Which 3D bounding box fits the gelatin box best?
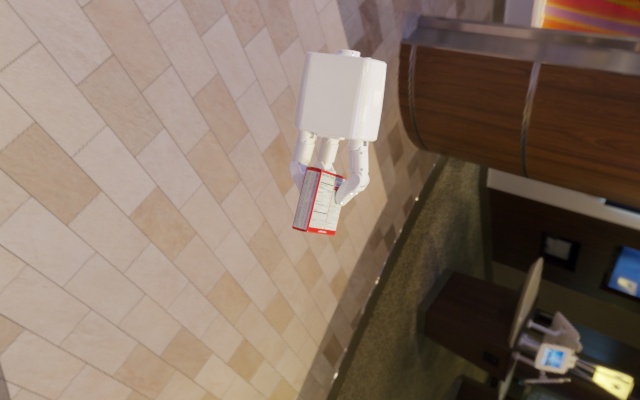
[{"bbox_3d":[0.000,0.003,0.674,0.030,0.089,0.073,13,0,33],"label":"gelatin box"}]
